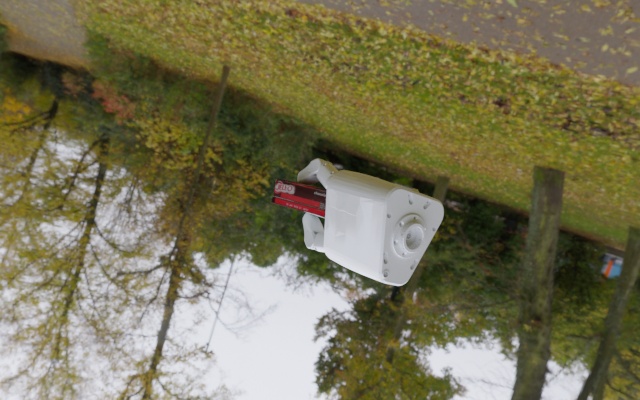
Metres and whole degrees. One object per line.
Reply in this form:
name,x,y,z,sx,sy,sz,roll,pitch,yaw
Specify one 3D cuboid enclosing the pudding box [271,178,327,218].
pudding box,0.000,0.002,0.654,0.090,0.039,0.113,16,-1,27
